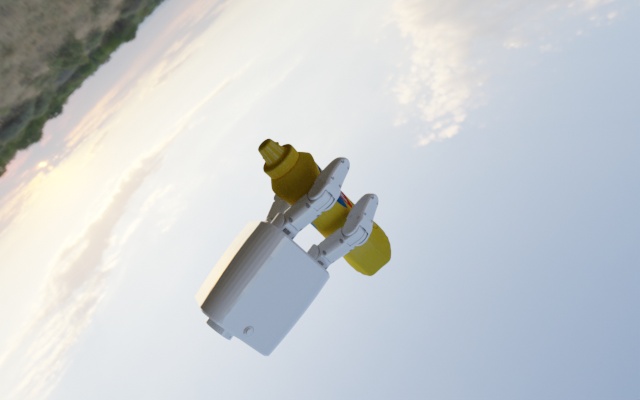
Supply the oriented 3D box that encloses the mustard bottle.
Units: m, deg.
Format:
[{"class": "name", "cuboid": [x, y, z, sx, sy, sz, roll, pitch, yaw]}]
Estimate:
[{"class": "mustard bottle", "cuboid": [0.000, 0.002, 0.537, 0.192, 0.058, 0.096, 45, 9, -29]}]
